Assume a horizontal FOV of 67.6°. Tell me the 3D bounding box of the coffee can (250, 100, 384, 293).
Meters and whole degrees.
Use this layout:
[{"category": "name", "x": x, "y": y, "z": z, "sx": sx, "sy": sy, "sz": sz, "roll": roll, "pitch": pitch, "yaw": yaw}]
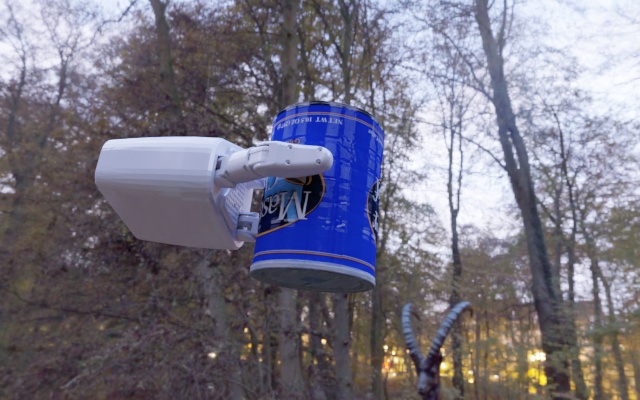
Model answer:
[{"category": "coffee can", "x": 0.000, "y": 0.001, "z": 0.412, "sx": 0.103, "sy": 0.140, "sz": 0.103, "roll": 5, "pitch": -19, "yaw": 2}]
